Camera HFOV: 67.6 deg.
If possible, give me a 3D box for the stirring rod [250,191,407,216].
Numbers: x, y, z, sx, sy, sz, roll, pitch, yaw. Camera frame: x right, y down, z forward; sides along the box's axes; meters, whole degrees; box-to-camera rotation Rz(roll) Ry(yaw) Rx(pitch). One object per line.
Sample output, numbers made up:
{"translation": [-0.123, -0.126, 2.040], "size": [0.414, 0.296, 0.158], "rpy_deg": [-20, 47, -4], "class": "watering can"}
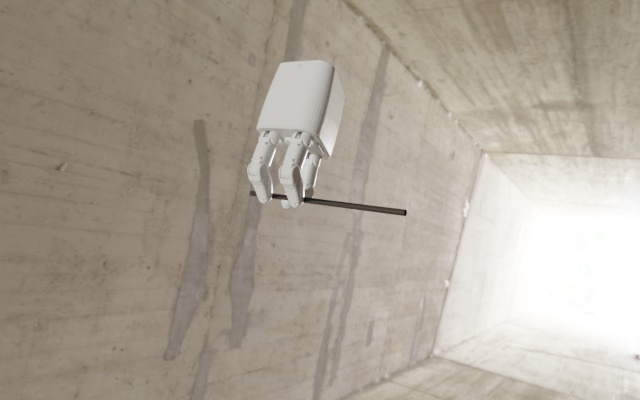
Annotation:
{"translation": [0.000, 0.002, 0.628], "size": [0.239, 0.011, 0.011], "rpy_deg": [7, 4, 33], "class": "stirring rod"}
